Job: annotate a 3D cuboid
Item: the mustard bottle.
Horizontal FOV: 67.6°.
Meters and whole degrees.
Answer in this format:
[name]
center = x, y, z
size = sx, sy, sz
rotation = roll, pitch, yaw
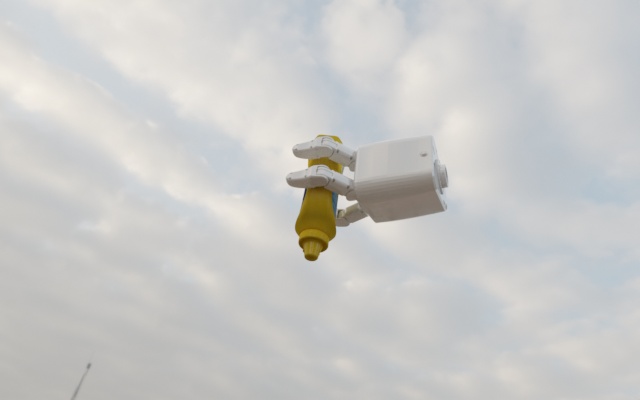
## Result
[mustard bottle]
center = 0.000, 0.002, 0.684
size = 0.058, 0.191, 0.096
rotation = 7, -39, 2
